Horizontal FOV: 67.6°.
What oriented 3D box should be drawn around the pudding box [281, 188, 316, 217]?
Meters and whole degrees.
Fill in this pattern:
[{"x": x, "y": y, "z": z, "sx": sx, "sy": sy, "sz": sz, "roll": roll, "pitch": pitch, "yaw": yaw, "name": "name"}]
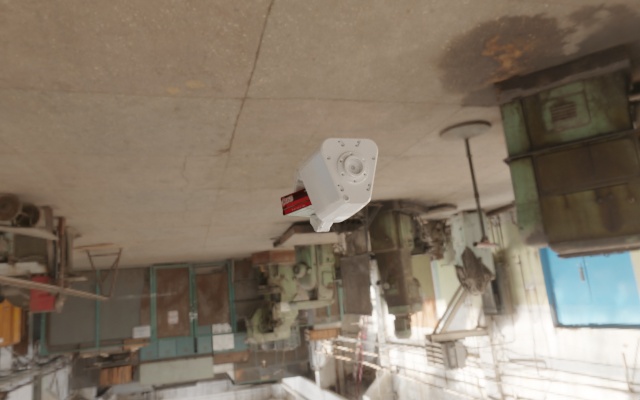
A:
[{"x": 0.000, "y": 0.003, "z": 0.846, "sx": 0.090, "sy": 0.039, "sz": 0.113, "roll": -19, "pitch": -19, "yaw": 41, "name": "pudding box"}]
